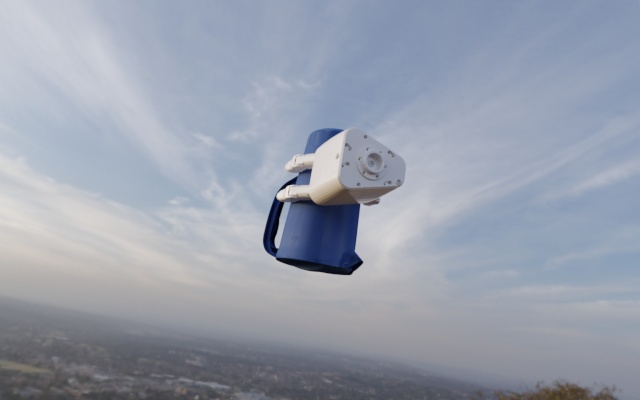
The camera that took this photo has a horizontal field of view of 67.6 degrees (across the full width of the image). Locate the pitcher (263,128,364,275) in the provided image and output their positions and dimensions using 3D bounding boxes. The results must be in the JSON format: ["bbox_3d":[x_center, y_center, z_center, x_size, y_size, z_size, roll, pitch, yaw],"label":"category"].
[{"bbox_3d":[0.000,0.003,0.834,0.149,0.242,0.145,15,-15,-17],"label":"pitcher"}]
